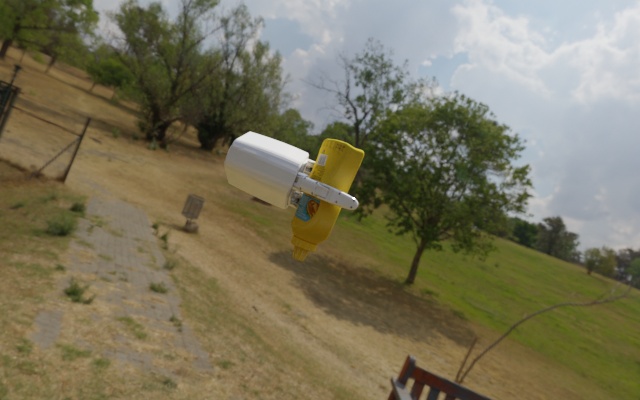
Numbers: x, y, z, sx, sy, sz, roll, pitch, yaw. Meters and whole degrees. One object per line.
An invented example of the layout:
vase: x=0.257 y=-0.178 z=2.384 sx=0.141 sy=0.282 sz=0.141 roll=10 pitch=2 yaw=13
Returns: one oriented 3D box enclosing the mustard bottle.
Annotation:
mustard bottle: x=0.001 y=0.002 z=0.738 sx=0.058 sy=0.191 sz=0.096 roll=22 pitch=1 yaw=-25
